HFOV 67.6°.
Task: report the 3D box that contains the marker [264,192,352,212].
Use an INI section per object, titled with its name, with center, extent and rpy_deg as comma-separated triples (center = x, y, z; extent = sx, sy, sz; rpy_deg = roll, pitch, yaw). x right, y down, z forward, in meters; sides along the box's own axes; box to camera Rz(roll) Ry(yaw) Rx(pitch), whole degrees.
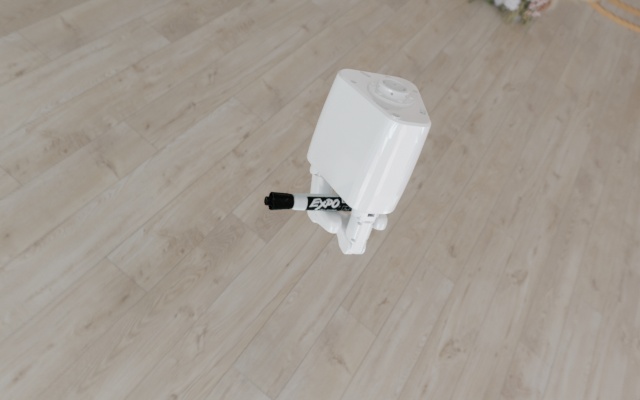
[marker]
center = 0.000, 0.002, 0.498
extent = 0.121, 0.020, 0.020
rpy_deg = 2, -1, -25
